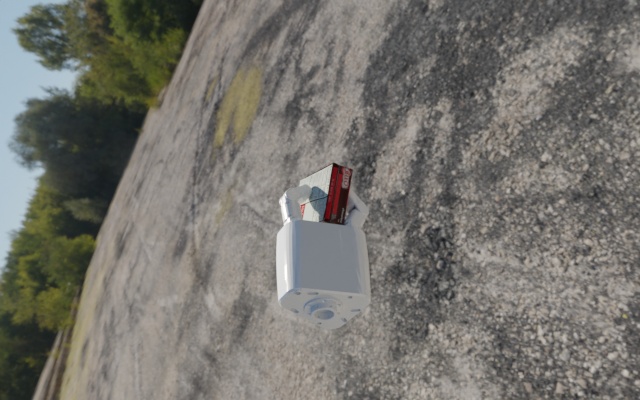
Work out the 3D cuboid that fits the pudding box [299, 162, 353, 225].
[{"bbox_3d":[0.000,0.002,0.707,0.039,0.090,0.113,20,-19,-25],"label":"pudding box"}]
